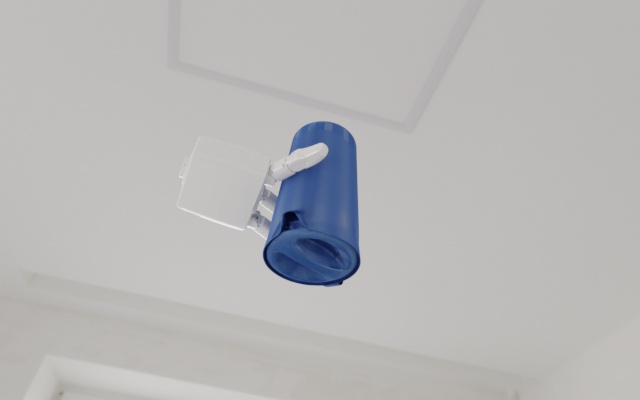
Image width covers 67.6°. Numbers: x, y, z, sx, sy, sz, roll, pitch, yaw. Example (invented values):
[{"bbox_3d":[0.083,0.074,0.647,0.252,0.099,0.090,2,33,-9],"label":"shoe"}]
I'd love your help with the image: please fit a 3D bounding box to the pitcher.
[{"bbox_3d":[0.000,0.002,0.726,0.145,0.242,0.149,19,-42,-14],"label":"pitcher"}]
